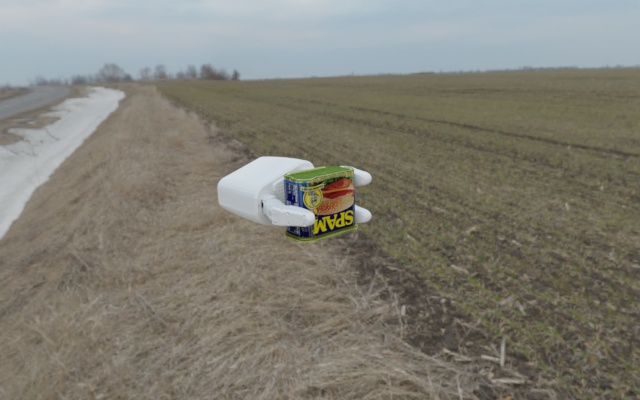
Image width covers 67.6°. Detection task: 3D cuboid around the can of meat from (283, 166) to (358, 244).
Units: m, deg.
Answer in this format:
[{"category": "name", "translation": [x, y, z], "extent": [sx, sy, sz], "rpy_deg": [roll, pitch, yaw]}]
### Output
[{"category": "can of meat", "translation": [0.000, 0.002, 0.633], "extent": [0.102, 0.084, 0.057], "rpy_deg": [-13, 18, -36]}]
